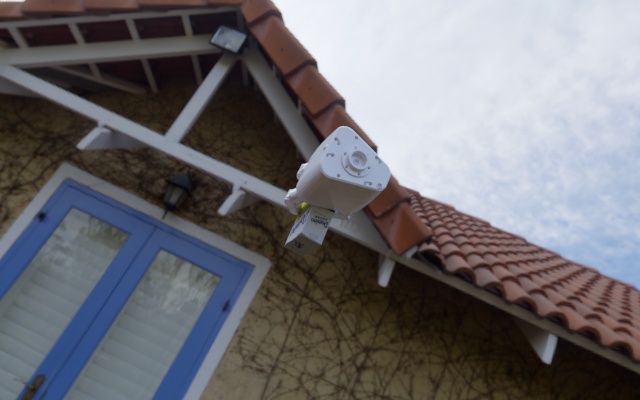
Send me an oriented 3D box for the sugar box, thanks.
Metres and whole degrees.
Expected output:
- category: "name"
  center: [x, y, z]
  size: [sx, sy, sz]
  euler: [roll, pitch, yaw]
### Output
- category: "sugar box"
  center: [0.000, 0.002, 0.819]
  size: [0.048, 0.176, 0.093]
  euler: [31, -27, -9]
